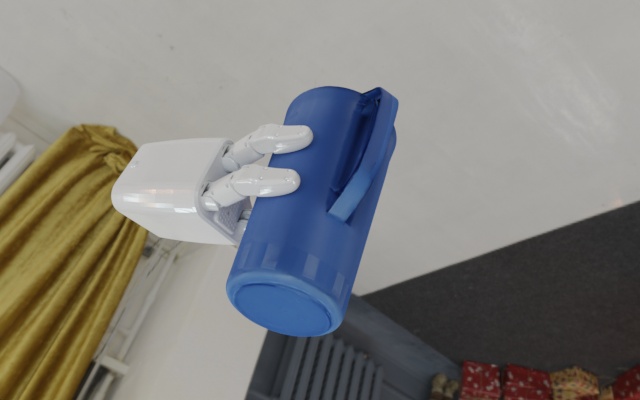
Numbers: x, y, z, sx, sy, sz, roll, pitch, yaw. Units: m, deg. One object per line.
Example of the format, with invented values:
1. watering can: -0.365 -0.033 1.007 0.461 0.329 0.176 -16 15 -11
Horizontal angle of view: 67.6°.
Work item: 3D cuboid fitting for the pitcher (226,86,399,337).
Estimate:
1. pitcher: 0.000 0.002 0.479 0.145 0.242 0.149 3 -40 17
